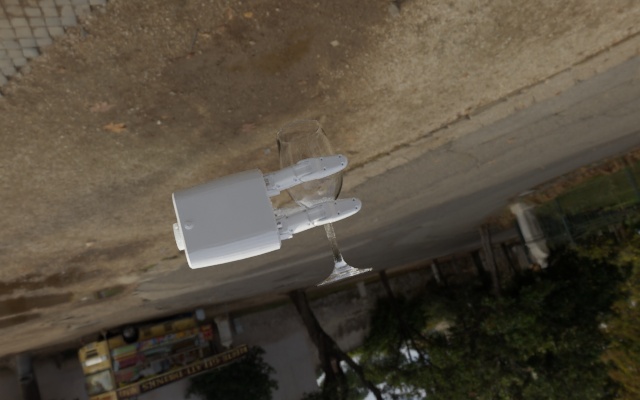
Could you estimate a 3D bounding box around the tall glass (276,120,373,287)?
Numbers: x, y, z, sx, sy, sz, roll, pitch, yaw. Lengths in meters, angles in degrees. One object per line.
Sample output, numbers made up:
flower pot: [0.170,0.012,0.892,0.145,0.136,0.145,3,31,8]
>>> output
tall glass: [0.000,0.003,0.603,0.079,0.201,0.079,-16,-11,-3]
